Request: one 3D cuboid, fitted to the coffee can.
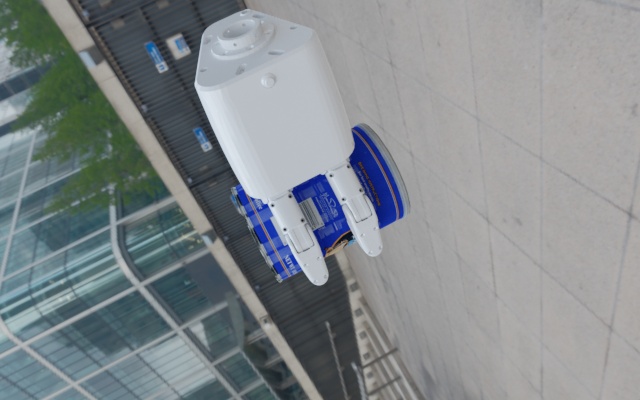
[{"bbox_3d":[0.000,0.002,0.463,0.140,0.103,0.103,-27,3,-6],"label":"coffee can"}]
